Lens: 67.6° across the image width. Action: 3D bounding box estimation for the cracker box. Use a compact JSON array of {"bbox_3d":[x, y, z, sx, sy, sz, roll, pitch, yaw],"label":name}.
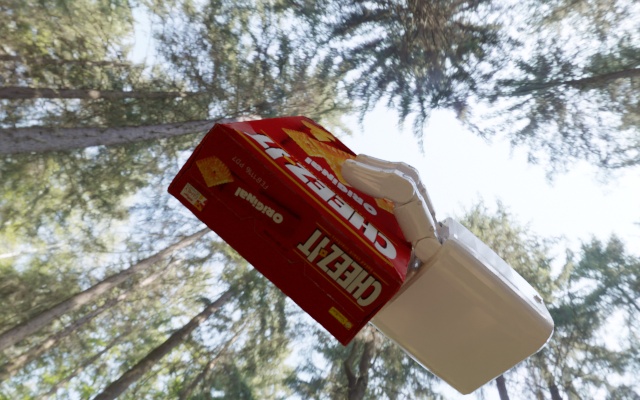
[{"bbox_3d":[0.000,0.001,0.412,0.164,0.072,0.213,40,17,3],"label":"cracker box"}]
